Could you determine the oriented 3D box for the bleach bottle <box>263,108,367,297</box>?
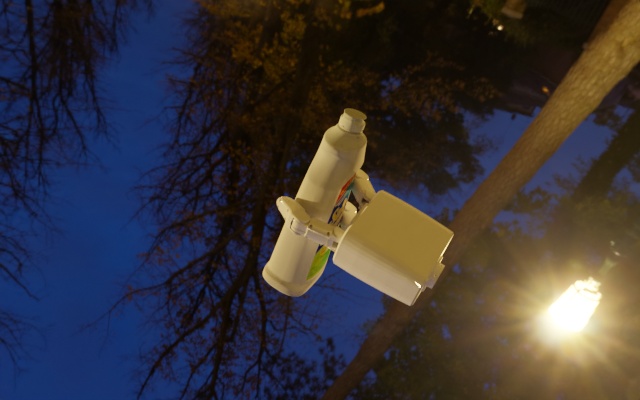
[{"bbox_3d":[0.000,0.002,0.621,0.068,0.251,0.102,29,31,15],"label":"bleach bottle"}]
